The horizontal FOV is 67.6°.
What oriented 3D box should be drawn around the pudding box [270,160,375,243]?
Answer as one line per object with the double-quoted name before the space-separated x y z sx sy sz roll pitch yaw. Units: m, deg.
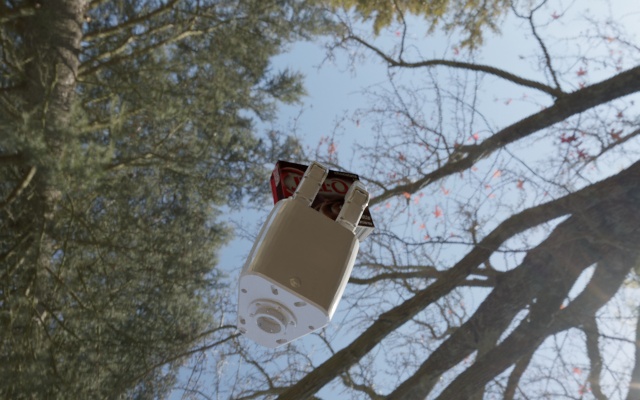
"pudding box" 0.000 0.002 0.572 0.113 0.090 0.039 10 -45 -25
